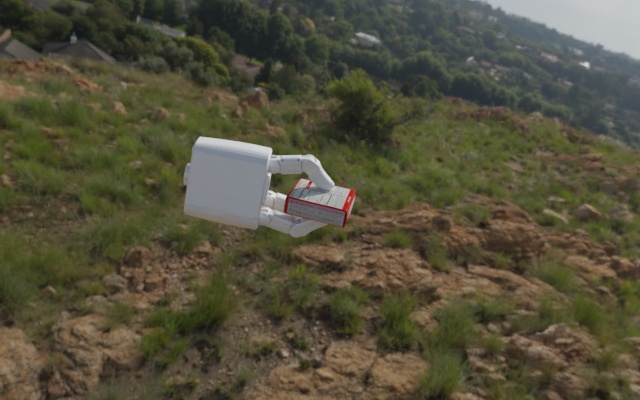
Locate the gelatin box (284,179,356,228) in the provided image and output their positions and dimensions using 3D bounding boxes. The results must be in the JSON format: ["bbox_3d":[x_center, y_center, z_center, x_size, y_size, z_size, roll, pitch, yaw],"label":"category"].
[{"bbox_3d":[0.001,0.002,0.683,0.089,0.030,0.073,13,26,8],"label":"gelatin box"}]
